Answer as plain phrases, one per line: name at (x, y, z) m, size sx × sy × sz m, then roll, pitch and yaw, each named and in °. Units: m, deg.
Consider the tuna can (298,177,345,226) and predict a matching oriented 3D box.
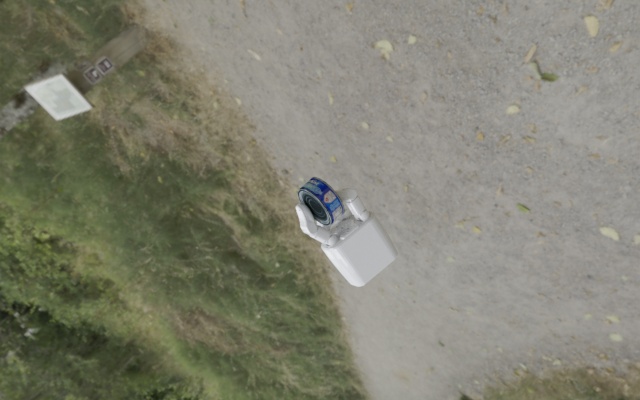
tuna can at (0.000, 0.003, 0.837) m, size 0.033 × 0.086 × 0.086 m, roll -42°, pitch 18°, yaw -21°
